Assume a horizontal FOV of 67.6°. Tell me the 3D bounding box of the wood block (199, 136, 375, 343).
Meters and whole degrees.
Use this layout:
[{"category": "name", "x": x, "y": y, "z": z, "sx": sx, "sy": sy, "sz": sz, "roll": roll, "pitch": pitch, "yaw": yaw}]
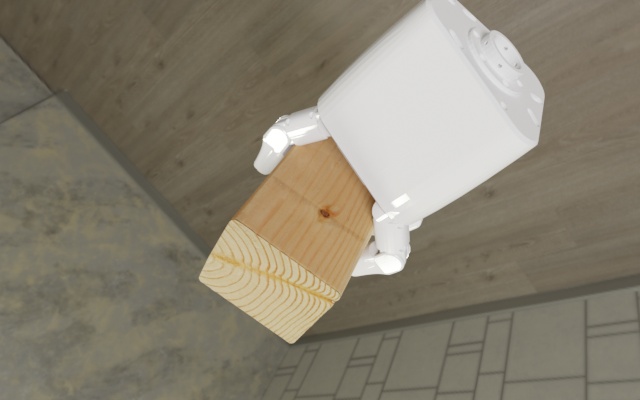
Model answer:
[{"category": "wood block", "x": 0.000, "y": 0.001, "z": 0.410, "sx": 0.090, "sy": 0.091, "sz": 0.206, "roll": -53, "pitch": 2, "yaw": 44}]
